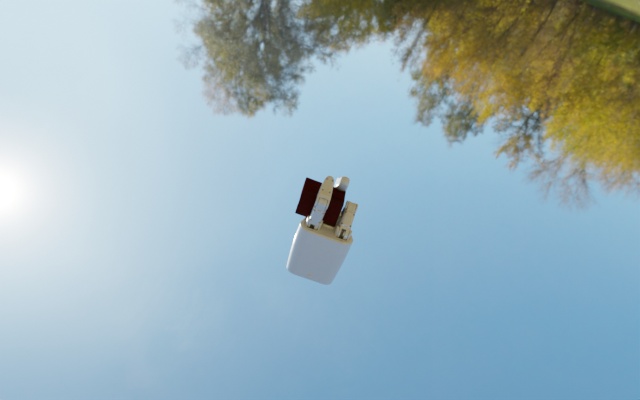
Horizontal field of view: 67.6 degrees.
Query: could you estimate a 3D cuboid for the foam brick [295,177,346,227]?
[{"bbox_3d":[0.000,0.003,0.852,0.078,0.051,0.053,20,30,-3],"label":"foam brick"}]
